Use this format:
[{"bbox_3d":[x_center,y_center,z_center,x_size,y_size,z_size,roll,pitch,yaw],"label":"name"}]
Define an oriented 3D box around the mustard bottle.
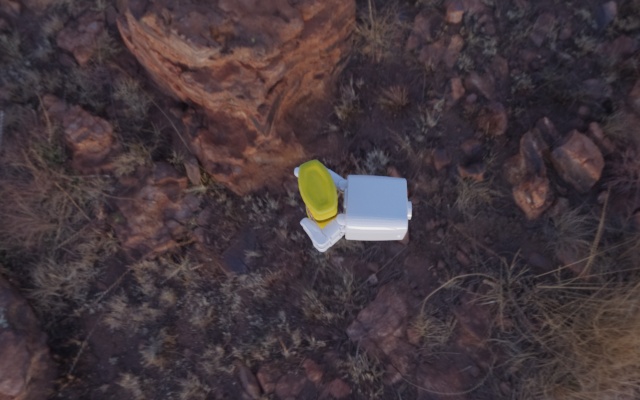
[{"bbox_3d":[0.000,0.003,0.860,0.058,0.096,0.192,-22,-16,-3],"label":"mustard bottle"}]
